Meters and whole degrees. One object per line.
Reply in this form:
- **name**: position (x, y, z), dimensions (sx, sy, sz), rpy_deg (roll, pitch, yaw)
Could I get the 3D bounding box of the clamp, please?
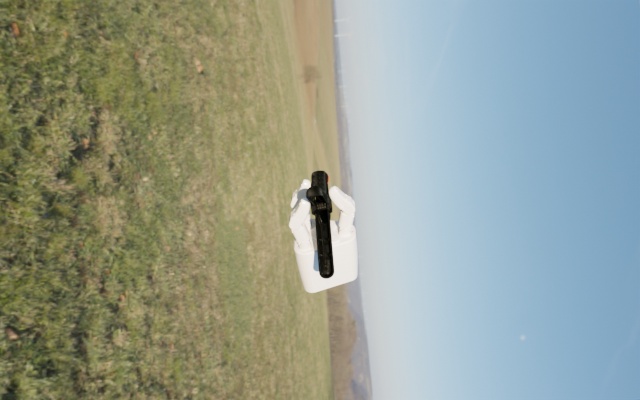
- **clamp**: position (0.001, 0.002, 0.802), dimensions (0.036, 0.165, 0.209), rpy_deg (-5, 37, 4)
